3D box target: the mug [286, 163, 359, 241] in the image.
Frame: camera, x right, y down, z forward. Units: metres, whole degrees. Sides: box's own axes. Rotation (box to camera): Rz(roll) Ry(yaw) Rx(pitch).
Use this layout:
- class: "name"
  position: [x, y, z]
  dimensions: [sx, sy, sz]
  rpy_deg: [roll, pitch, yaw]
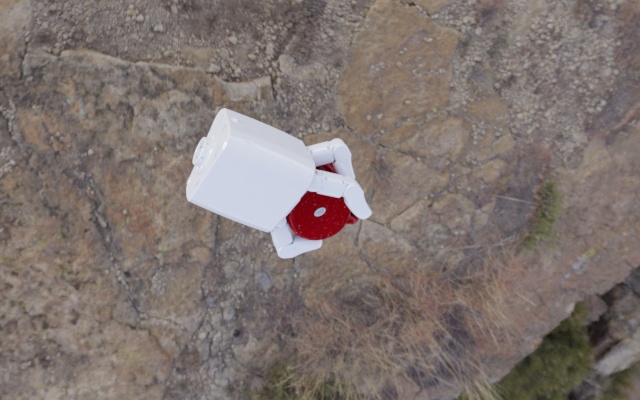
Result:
- class: "mug"
  position: [0.001, 0.003, 0.618]
  dimensions: [0.117, 0.093, 0.081]
  rpy_deg: [25, 20, -27]
